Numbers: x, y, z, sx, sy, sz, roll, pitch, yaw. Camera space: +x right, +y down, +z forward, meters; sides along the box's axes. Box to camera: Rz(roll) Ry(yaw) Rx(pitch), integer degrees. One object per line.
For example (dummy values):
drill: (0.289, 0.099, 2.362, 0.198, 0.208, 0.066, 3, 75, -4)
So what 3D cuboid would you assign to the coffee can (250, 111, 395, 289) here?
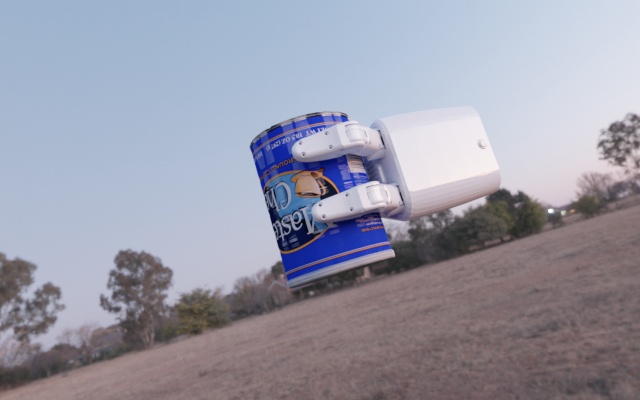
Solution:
coffee can: (0.000, 0.002, 0.454, 0.103, 0.140, 0.103, -16, -10, -3)
